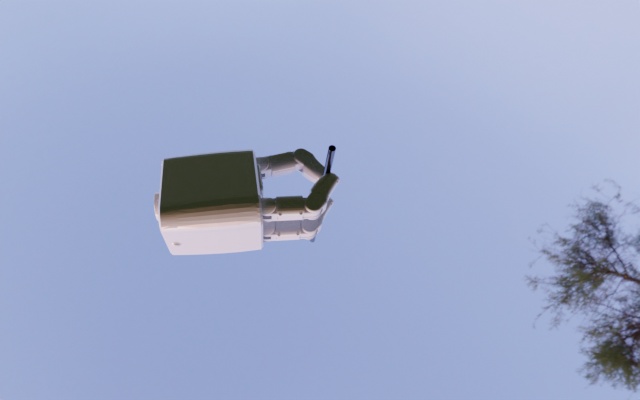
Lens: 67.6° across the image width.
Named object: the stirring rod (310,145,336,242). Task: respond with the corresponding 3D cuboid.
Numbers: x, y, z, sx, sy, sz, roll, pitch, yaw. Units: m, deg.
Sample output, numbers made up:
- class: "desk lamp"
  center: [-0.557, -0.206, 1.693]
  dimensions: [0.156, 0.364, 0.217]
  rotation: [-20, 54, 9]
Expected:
- class: "stirring rod"
  center: [0.000, 0.002, 0.604]
  dimensions: [0.011, 0.011, 0.240]
  rotation: [0, -28, -7]
